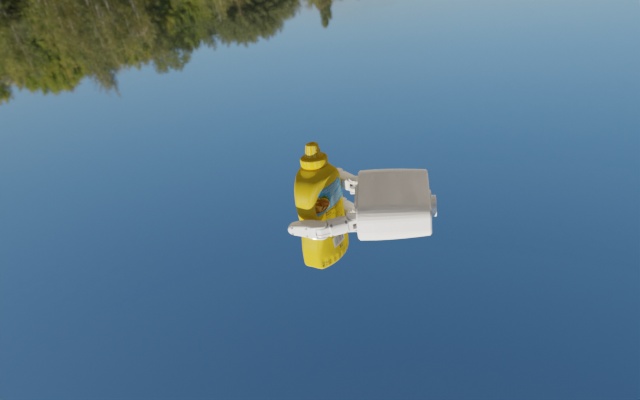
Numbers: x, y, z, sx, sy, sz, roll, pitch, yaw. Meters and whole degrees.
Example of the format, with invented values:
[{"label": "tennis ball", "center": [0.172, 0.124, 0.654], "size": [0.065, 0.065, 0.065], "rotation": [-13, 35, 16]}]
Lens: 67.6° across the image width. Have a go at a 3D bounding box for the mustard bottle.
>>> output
[{"label": "mustard bottle", "center": [0.000, 0.003, 0.736], "size": [0.058, 0.192, 0.096], "rotation": [10, 31, 32]}]
